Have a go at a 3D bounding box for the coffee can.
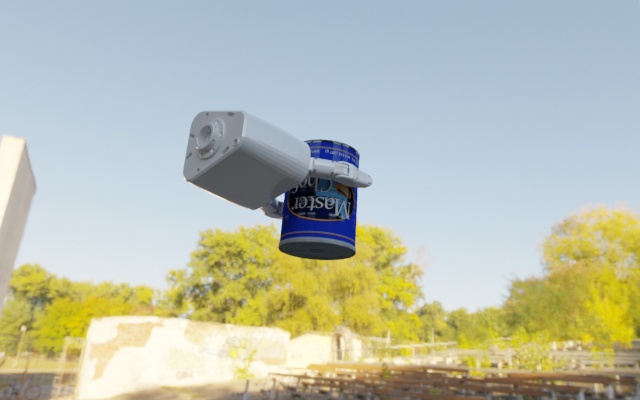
[{"bbox_3d":[0.000,0.002,0.651,0.103,0.140,0.103,4,-19,1],"label":"coffee can"}]
